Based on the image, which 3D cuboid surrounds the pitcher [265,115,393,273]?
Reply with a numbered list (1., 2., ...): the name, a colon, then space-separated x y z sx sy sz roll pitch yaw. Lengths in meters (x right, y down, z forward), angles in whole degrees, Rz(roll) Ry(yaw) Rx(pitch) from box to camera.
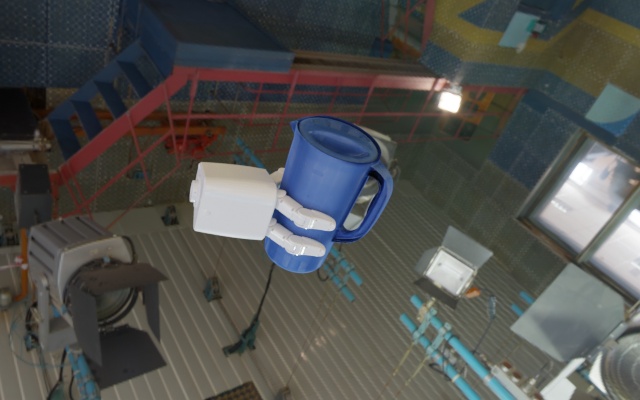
1. pitcher: 0.000 0.002 0.756 0.145 0.243 0.149 7 35 -21
